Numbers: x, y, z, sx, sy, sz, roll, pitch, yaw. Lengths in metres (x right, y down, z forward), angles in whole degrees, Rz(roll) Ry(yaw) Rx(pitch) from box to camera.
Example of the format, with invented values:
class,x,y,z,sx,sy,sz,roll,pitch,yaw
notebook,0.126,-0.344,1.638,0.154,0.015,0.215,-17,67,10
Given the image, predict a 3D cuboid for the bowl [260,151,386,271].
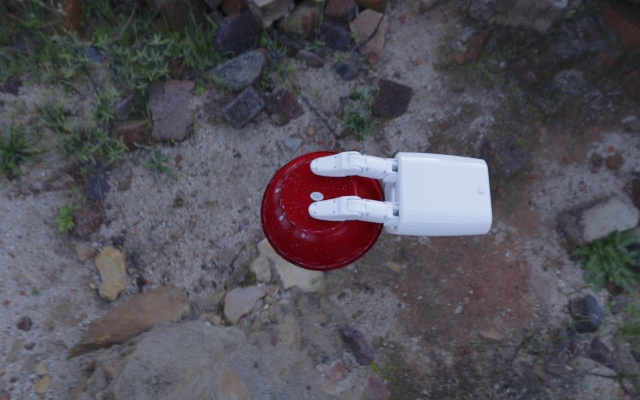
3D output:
class,x,y,z,sx,sy,sz,roll,pitch,yaw
bowl,-0.001,0.002,0.585,0.162,0.162,0.055,0,-19,6
